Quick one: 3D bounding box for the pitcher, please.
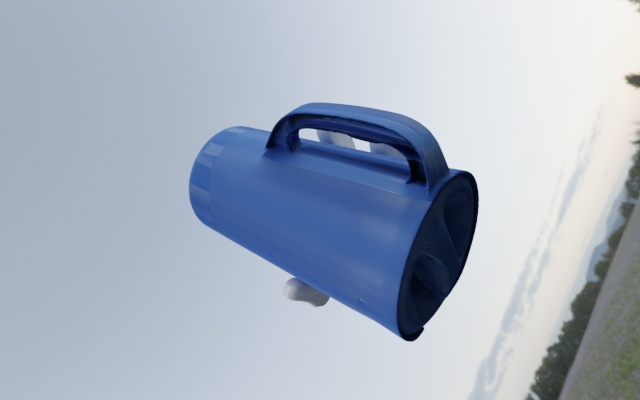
[{"bbox_3d":[0.000,0.001,0.411,0.243,0.149,0.145,20,0,33],"label":"pitcher"}]
